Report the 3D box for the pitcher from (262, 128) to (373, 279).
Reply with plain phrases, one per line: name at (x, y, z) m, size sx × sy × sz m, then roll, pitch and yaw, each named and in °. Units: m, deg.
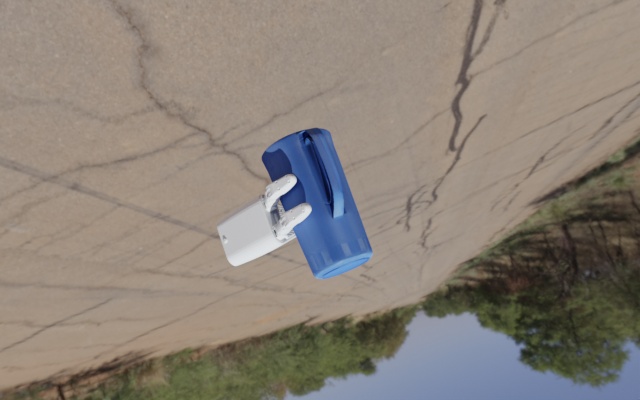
pitcher at (0.000, 0.003, 0.821) m, size 0.145 × 0.242 × 0.149 m, roll -28°, pitch -17°, yaw 21°
